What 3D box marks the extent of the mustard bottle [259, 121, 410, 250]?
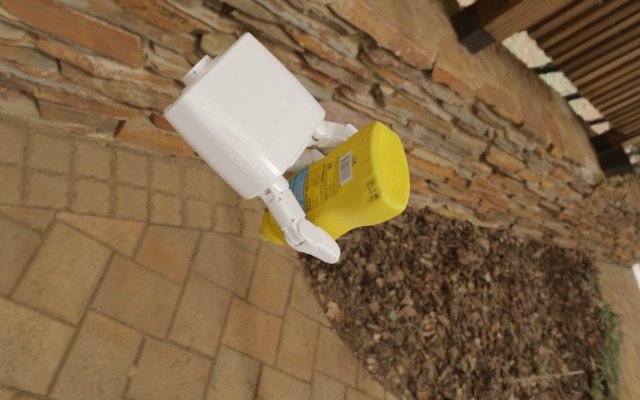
[{"bbox_3d":[0.001,0.002,0.497,0.058,0.096,0.192,26,-41,-37],"label":"mustard bottle"}]
